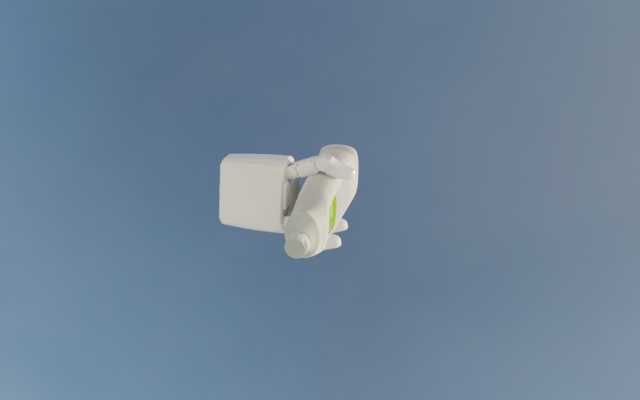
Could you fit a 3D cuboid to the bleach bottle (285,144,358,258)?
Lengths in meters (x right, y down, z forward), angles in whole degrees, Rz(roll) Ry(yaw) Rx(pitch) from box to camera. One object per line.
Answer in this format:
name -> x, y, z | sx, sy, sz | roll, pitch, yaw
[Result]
bleach bottle -> 0.000, 0.002, 0.711 | 0.068, 0.103, 0.250 | 5, 25, 15
